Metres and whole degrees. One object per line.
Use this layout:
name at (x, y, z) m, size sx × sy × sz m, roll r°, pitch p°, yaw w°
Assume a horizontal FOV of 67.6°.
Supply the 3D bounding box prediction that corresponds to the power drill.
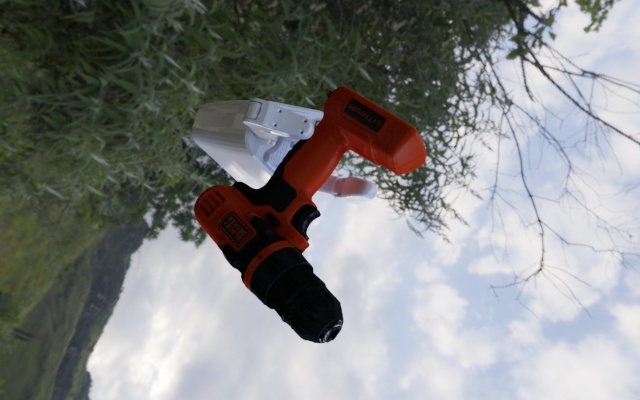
power drill at (0.000, 0.001, 0.407) m, size 0.184 × 0.187 × 0.057 m, roll 41°, pitch -10°, yaw 33°
